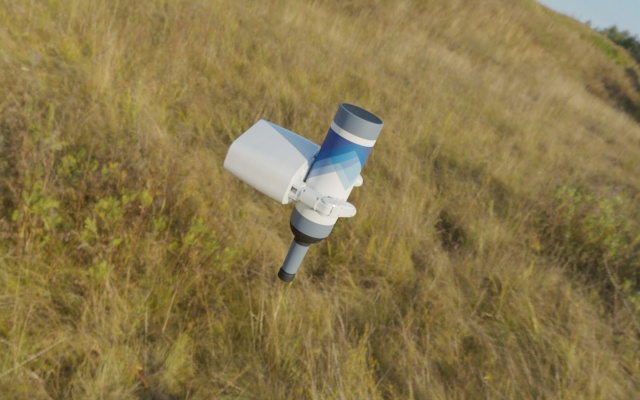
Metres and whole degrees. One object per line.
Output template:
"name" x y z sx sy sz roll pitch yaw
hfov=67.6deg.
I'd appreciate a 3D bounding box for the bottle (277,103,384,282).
"bottle" 0.000 0.002 0.717 0.069 0.296 0.069 21 24 -10
